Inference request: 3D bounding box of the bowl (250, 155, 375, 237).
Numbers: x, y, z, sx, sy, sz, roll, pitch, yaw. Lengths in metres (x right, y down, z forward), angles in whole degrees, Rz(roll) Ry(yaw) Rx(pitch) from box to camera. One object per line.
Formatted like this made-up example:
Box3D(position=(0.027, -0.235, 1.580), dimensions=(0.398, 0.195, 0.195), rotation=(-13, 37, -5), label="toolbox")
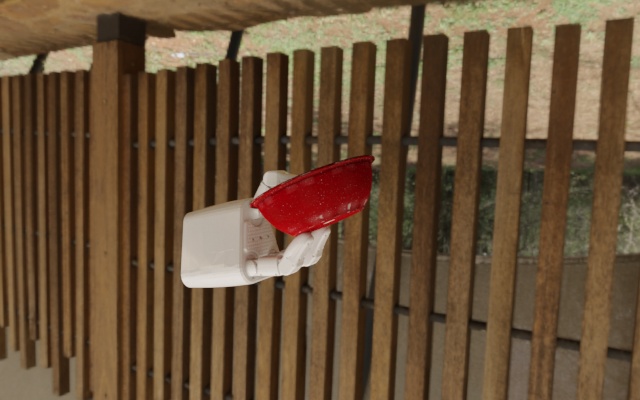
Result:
Box3D(position=(0.001, 0.002, 0.576), dimensions=(0.162, 0.055, 0.162), rotation=(-22, -7, -3), label="bowl")
